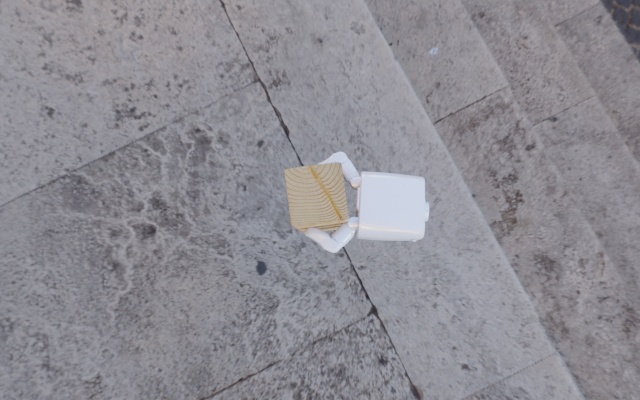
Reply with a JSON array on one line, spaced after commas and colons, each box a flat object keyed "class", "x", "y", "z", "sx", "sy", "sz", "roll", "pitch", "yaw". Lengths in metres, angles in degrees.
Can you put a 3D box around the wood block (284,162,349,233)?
[{"class": "wood block", "x": 0.000, "y": 0.002, "z": 0.818, "sx": 0.090, "sy": 0.091, "sz": 0.206, "roll": -8, "pitch": -8, "yaw": 3}]
